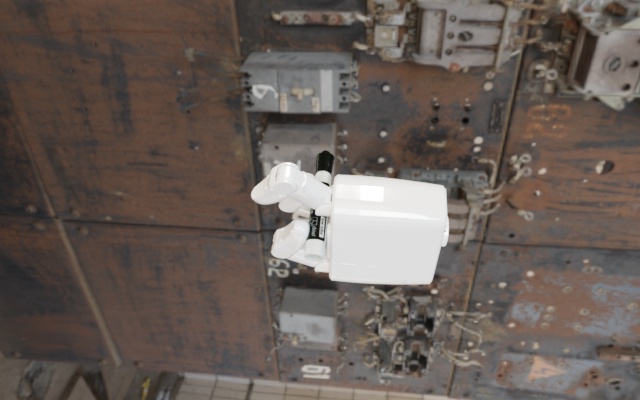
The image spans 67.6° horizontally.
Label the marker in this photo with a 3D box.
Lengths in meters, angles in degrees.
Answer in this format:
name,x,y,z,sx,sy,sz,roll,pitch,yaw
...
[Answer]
name,x,y,z,sx,sy,sz,roll,pitch,yaw
marker,0.000,0.002,0.471,0.020,0.121,0.020,5,-30,3
